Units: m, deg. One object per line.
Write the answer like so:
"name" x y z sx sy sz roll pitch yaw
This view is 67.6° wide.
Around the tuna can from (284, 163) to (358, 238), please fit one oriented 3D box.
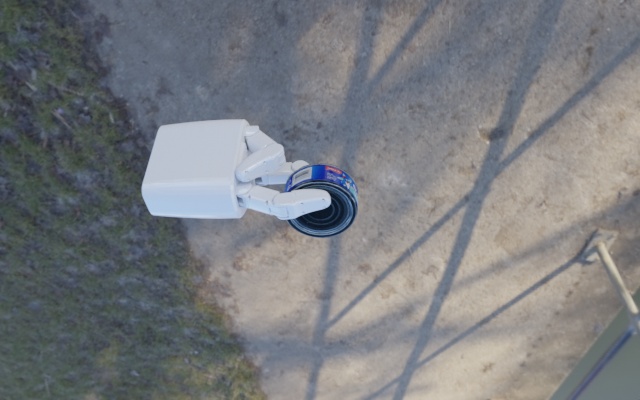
"tuna can" 0.000 0.002 0.543 0.086 0.086 0.033 0 39 3
